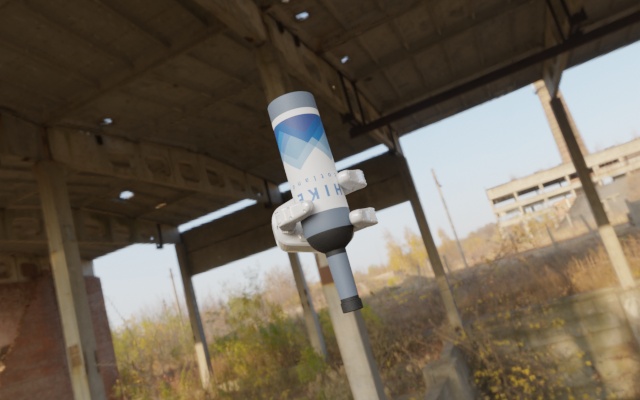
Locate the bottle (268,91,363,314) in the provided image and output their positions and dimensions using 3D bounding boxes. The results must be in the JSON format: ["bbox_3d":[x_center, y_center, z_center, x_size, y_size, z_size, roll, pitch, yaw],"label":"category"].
[{"bbox_3d":[0.000,0.002,0.635,0.069,0.295,0.069,-16,-12,-3],"label":"bottle"}]
